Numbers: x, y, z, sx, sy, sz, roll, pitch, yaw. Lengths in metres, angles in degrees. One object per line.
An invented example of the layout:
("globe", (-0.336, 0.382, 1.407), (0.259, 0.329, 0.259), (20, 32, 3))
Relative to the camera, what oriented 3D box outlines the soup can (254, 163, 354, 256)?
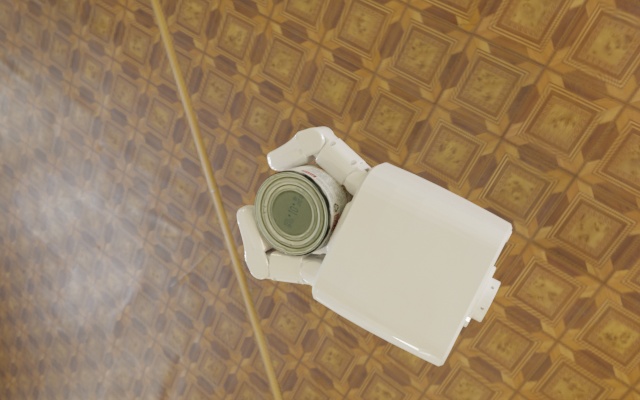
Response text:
("soup can", (0.000, 0.001, 0.401), (0.068, 0.068, 0.102), (0, 11, 28))
